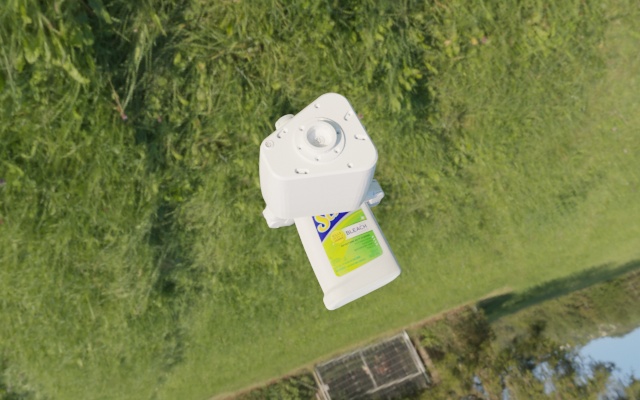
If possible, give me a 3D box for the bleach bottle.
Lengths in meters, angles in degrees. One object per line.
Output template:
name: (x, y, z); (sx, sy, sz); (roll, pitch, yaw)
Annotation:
bleach bottle: (0.000, 0.002, 0.605); (0.102, 0.250, 0.068); (-23, -18, -14)
